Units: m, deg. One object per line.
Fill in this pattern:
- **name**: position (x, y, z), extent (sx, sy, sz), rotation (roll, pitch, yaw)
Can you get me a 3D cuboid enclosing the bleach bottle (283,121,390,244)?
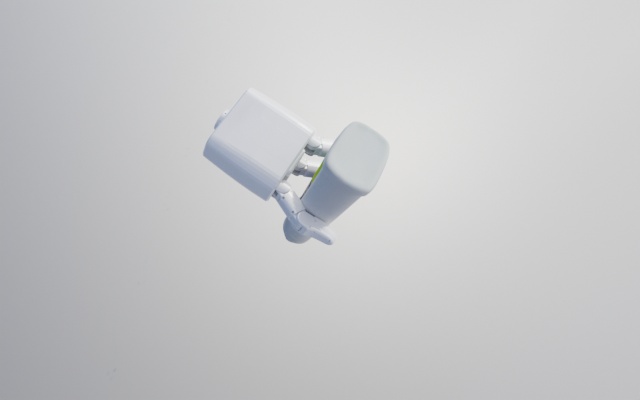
- **bleach bottle**: position (0.000, 0.002, 0.656), extent (0.068, 0.102, 0.251), rotation (34, -37, -5)
